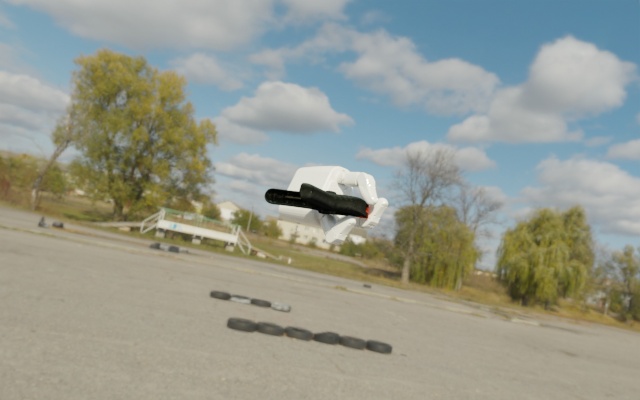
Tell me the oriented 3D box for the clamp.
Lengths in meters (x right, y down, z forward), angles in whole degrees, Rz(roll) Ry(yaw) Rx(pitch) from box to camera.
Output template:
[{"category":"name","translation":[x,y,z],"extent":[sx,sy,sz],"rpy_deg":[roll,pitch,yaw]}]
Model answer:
[{"category":"clamp","translation":[0.000,0.002,0.755],"extent":[0.171,0.039,0.120],"rpy_deg":[17,-7,-40]}]
